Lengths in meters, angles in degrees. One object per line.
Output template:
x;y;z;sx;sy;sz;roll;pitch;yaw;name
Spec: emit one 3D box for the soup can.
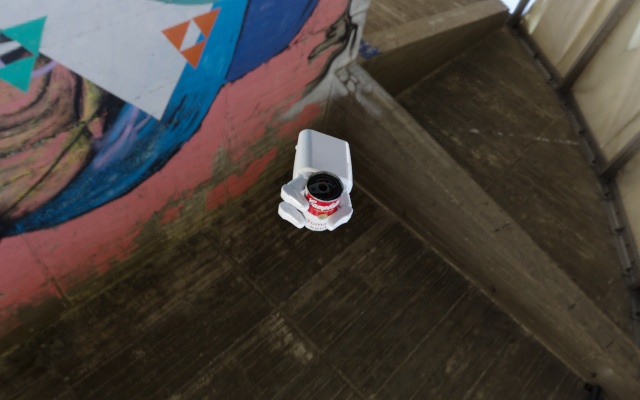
0.000;0.003;0.884;0.068;0.068;0.102;0;-35;-11;soup can
